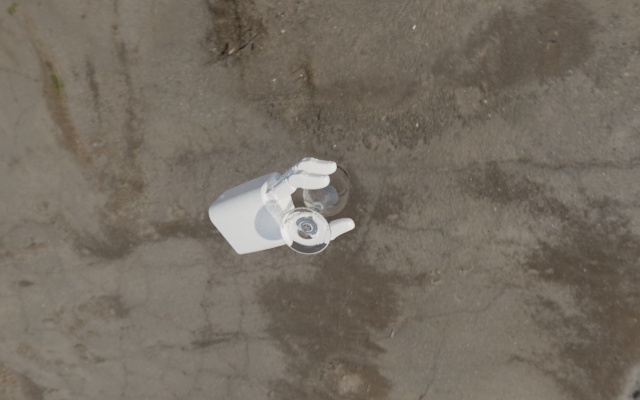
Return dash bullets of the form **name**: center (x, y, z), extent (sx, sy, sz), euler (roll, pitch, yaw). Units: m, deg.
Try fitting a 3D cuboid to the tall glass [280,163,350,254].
- **tall glass**: center (0.000, 0.003, 0.755), extent (0.079, 0.079, 0.201), euler (0, 24, 14)
